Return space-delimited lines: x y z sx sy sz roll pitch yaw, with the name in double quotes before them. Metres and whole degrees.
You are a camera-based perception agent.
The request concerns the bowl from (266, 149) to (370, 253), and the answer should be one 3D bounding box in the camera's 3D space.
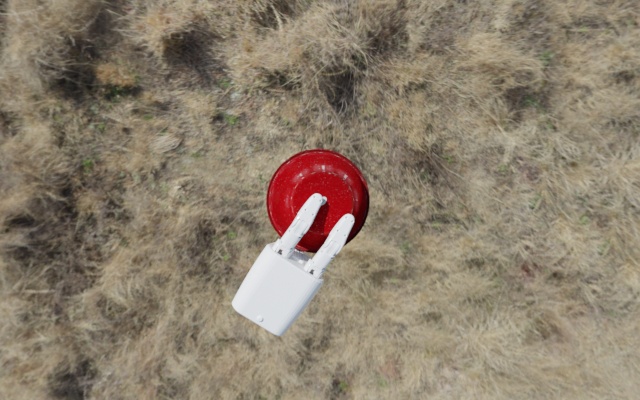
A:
"bowl" 0.001 0.001 0.712 0.162 0.162 0.055 0 2 -7
